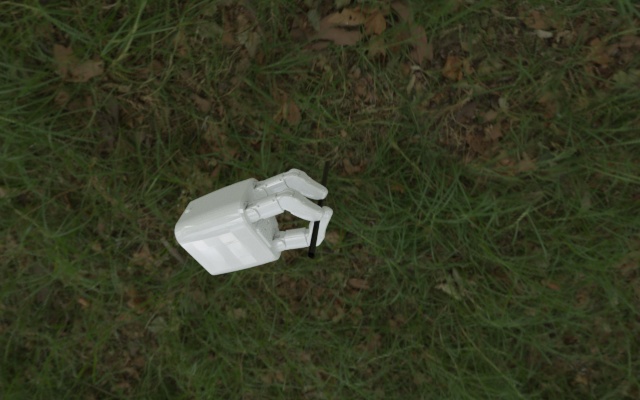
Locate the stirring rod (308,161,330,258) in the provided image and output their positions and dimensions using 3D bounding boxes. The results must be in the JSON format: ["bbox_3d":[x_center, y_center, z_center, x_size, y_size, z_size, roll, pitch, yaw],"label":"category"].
[{"bbox_3d":[0.000,0.002,0.651,0.011,0.011,0.239,0,30,6],"label":"stirring rod"}]
